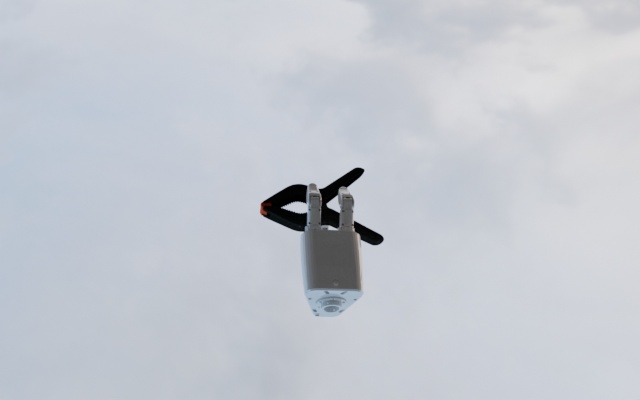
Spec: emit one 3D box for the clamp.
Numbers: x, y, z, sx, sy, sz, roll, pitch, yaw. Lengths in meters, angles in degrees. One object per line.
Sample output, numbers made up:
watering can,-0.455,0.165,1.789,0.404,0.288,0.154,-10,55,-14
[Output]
clamp,-0.001,0.003,0.839,0.210,0.164,0.036,3,-38,-9
